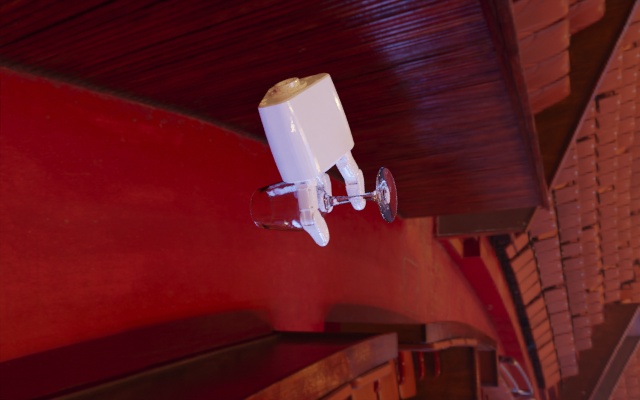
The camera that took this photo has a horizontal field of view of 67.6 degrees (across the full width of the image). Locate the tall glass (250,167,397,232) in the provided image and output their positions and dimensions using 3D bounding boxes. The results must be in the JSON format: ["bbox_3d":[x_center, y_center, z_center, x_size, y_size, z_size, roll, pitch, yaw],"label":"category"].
[{"bbox_3d":[0.001,0.002,0.672,0.201,0.079,0.079,-7,-3,27],"label":"tall glass"}]
